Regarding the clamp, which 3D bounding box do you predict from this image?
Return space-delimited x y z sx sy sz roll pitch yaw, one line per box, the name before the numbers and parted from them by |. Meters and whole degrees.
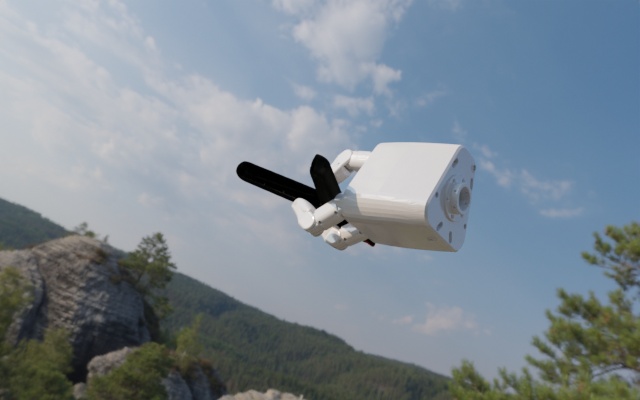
clamp | 0.001 0.002 0.617 0.164 0.036 0.210 7 -23 44
